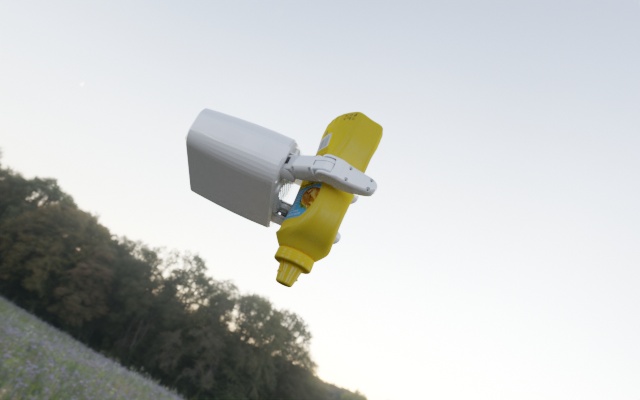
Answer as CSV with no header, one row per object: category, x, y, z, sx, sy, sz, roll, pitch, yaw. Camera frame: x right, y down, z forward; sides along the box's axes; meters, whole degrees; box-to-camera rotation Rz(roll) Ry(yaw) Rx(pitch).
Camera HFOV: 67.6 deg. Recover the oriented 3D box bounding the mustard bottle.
mustard bottle,0.000,0.002,0.507,0.058,0.191,0.096,32,-21,-16
